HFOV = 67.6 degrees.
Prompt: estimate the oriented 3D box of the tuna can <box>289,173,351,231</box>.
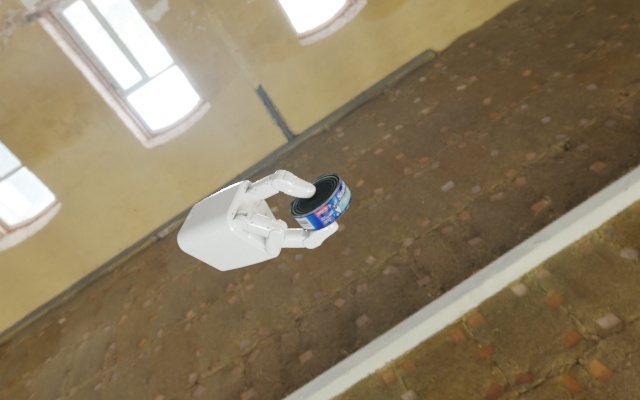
[{"bbox_3d":[0.000,0.003,0.666,0.086,0.034,0.086,-30,27,17],"label":"tuna can"}]
